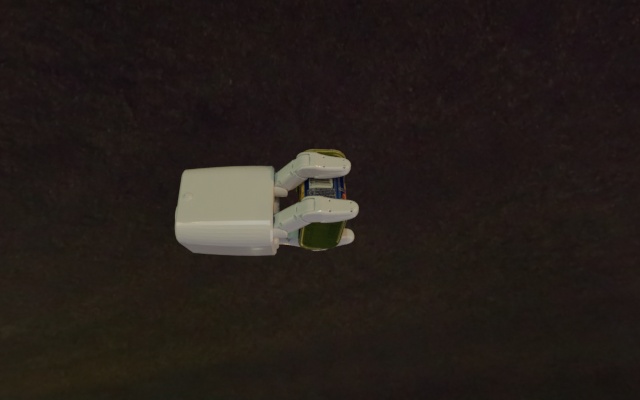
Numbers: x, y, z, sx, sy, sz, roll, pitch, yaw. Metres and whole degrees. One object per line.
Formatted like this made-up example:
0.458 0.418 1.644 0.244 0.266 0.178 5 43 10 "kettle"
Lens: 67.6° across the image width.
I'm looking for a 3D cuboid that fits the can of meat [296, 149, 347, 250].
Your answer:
0.000 0.002 0.578 0.057 0.084 0.102 2 -32 -5 "can of meat"
